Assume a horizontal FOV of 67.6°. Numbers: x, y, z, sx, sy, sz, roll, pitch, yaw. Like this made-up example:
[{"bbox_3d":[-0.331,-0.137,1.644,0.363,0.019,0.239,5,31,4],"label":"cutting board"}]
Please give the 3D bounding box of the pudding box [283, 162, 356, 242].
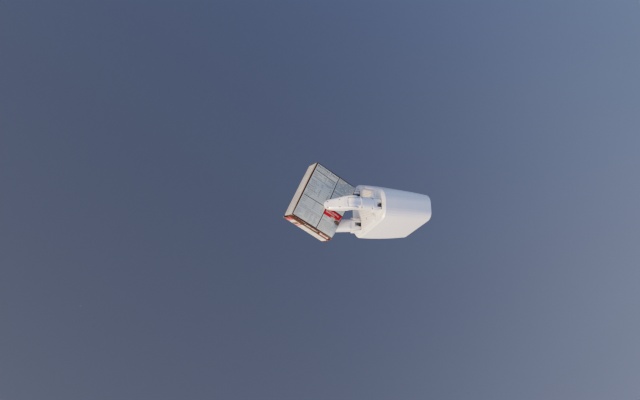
[{"bbox_3d":[0.000,0.003,0.841,0.090,0.113,0.039,33,-24,-17],"label":"pudding box"}]
